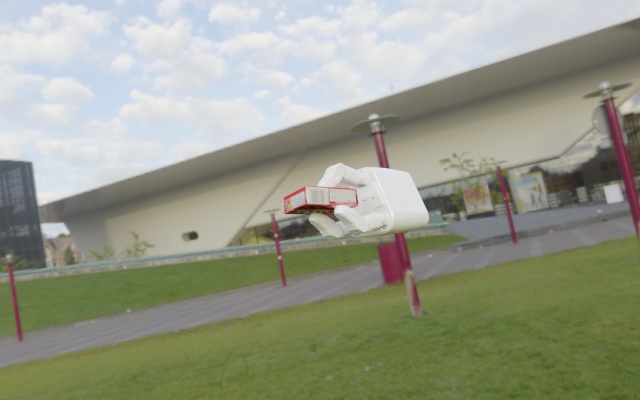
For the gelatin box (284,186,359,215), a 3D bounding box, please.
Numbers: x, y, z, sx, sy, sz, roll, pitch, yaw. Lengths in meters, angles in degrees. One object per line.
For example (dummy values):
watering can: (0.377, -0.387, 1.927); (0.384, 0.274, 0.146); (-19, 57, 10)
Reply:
gelatin box: (0.000, 0.002, 0.711); (0.089, 0.030, 0.073); (3, -13, -30)
